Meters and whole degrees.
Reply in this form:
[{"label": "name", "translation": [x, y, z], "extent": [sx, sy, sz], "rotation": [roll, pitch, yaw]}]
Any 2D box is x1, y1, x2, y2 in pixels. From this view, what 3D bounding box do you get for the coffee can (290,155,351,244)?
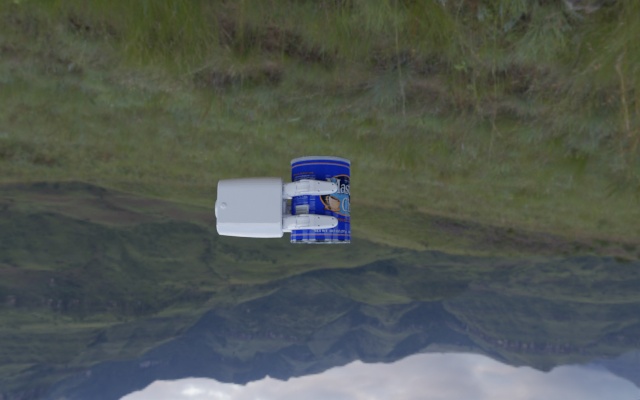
[{"label": "coffee can", "translation": [0.000, 0.002, 0.815], "extent": [0.103, 0.140, 0.103], "rotation": [0, -7, 0]}]
